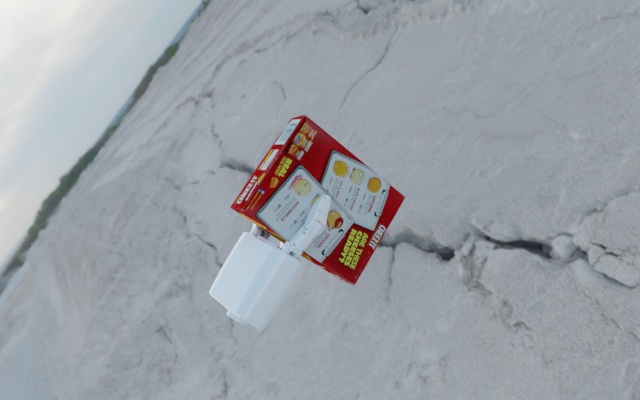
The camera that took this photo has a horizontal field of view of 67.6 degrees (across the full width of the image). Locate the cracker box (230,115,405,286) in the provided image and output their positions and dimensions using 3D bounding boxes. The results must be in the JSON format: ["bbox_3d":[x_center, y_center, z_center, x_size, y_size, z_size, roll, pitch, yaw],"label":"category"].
[{"bbox_3d":[0.000,0.002,0.720,0.214,0.164,0.072,36,-11,-24],"label":"cracker box"}]
